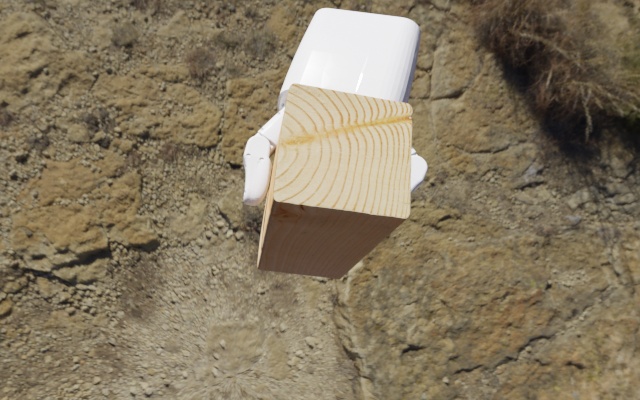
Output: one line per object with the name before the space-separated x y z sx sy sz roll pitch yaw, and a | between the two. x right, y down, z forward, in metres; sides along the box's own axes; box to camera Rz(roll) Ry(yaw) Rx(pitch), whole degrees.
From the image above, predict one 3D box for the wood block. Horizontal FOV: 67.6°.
wood block | 0.000 0.001 0.410 0.091 0.090 0.206 9 -21 -7
